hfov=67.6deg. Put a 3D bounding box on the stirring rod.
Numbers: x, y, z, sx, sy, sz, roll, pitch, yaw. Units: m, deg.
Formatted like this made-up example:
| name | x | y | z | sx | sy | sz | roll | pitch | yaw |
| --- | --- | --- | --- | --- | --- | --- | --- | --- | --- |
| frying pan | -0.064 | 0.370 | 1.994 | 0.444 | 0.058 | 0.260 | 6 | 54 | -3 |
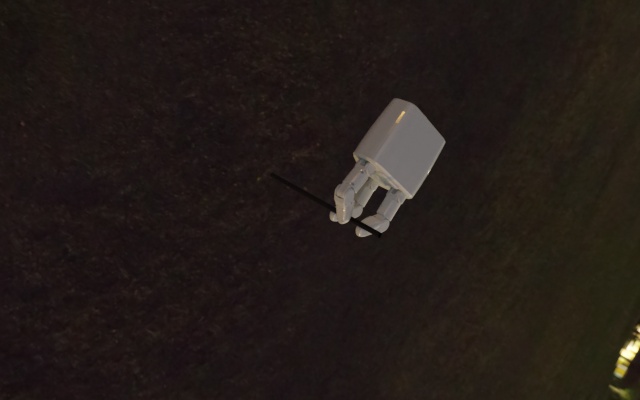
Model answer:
| name | x | y | z | sx | sy | sz | roll | pitch | yaw |
| --- | --- | --- | --- | --- | --- | --- | --- | --- | --- |
| stirring rod | 0.000 | 0.002 | 0.738 | 0.239 | 0.011 | 0.011 | 29 | 19 | 38 |
